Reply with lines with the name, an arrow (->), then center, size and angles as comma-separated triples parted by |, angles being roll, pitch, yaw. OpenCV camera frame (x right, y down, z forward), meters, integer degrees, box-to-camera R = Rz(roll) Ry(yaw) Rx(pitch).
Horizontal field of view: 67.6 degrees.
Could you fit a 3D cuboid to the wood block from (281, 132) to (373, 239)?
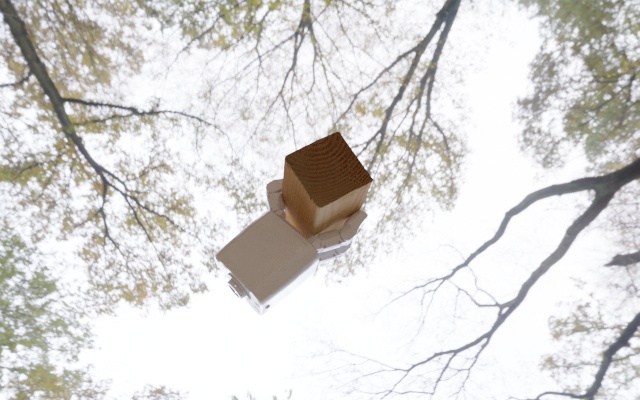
wood block -> 0.000, 0.002, 0.719 | 0.090, 0.090, 0.206 | -27, -19, -19
